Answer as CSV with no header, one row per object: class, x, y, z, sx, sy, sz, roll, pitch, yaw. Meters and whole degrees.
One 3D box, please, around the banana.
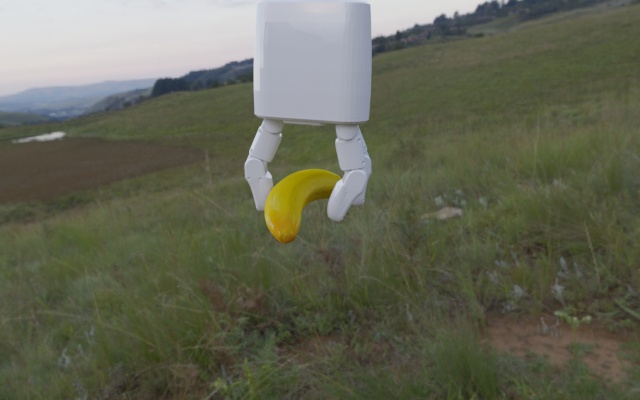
banana,-0.015,-0.004,0.504,0.069,0.037,0.197,16,20,21
